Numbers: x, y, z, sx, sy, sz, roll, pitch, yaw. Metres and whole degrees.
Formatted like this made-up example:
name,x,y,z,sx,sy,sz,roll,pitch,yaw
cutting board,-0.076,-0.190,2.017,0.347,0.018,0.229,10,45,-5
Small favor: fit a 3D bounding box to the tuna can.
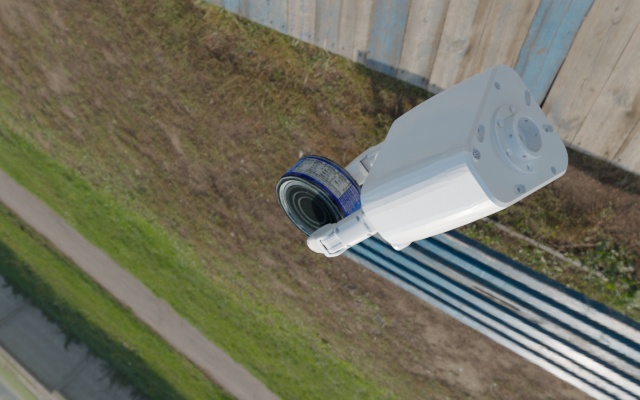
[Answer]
name,x,y,z,sx,sy,sz,roll,pitch,yaw
tuna can,0.000,0.002,0.450,0.086,0.086,0.033,0,37,49
